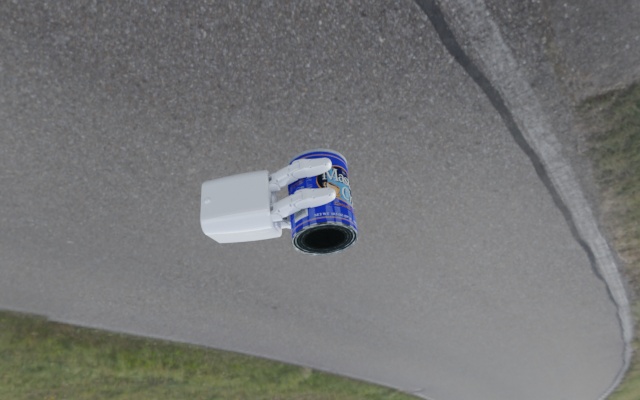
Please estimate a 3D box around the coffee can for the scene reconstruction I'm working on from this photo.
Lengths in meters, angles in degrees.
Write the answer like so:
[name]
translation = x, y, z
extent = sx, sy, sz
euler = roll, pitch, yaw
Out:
[coffee can]
translation = 0.000, 0.002, 0.761
extent = 0.103, 0.140, 0.103
euler = -5, -33, -3
